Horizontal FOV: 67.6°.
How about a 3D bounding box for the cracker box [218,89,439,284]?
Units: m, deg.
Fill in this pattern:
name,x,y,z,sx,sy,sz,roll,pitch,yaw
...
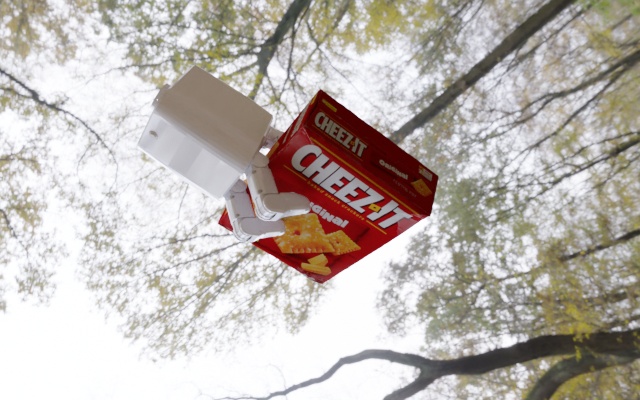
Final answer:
name,x,y,z,sx,sy,sz,roll,pitch,yaw
cracker box,0.000,0.002,0.554,0.164,0.072,0.214,33,-42,-15
